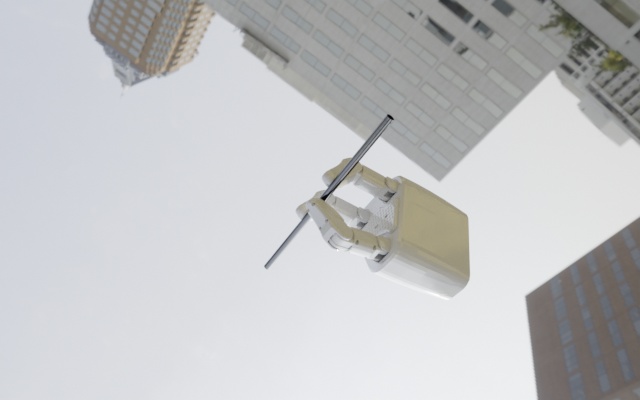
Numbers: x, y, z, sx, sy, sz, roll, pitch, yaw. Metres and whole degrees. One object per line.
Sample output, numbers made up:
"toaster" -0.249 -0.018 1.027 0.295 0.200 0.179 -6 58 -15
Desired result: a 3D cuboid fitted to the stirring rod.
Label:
"stirring rod" 0.000 0.002 0.501 0.011 0.011 0.240 0 -40 -44
